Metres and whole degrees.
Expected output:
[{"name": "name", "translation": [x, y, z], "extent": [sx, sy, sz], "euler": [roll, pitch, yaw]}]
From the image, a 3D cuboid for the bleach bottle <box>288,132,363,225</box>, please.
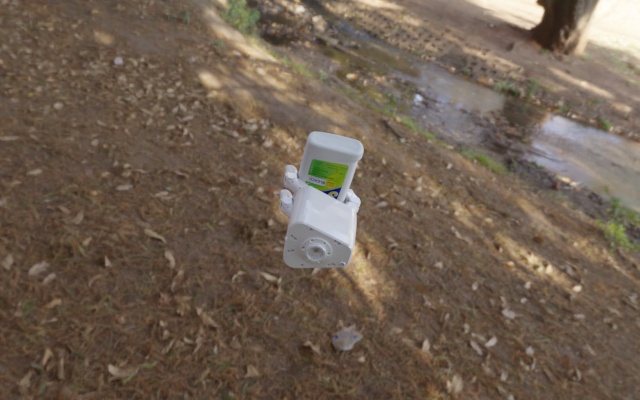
[{"name": "bleach bottle", "translation": [0.000, 0.003, 0.884], "extent": [0.102, 0.251, 0.068], "euler": [12, 31, -2]}]
